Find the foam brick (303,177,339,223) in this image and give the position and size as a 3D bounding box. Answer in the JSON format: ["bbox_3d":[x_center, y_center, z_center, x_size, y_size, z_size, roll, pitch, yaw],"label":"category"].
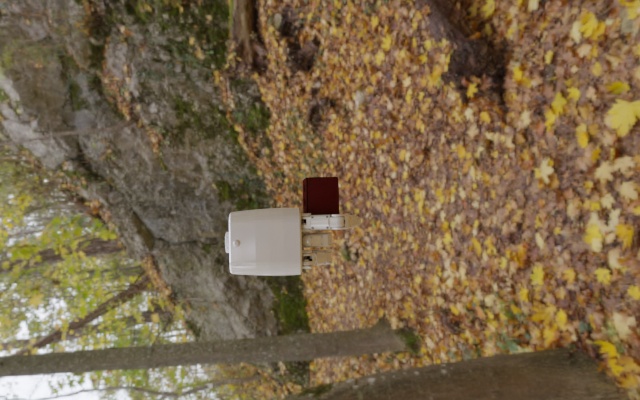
[{"bbox_3d":[0.000,0.002,0.748,0.051,0.078,0.053,-1,-2,-7],"label":"foam brick"}]
